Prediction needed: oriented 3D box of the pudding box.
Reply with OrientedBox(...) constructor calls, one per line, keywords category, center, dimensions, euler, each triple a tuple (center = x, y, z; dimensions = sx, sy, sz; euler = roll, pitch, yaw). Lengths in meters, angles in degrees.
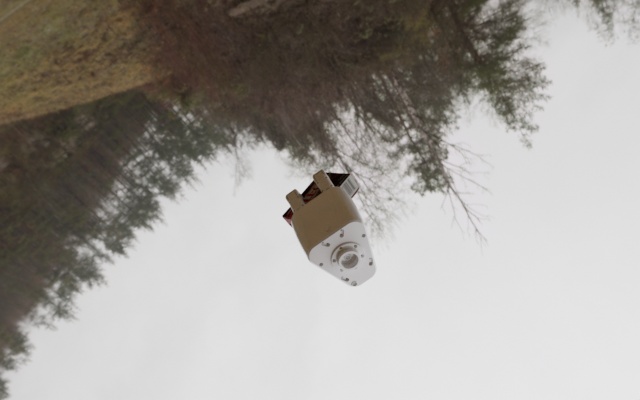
OrientedBox(category="pudding box", center=(0.000, 0.003, 0.806), dimensions=(0.113, 0.039, 0.090), euler=(-48, 29, -21))
